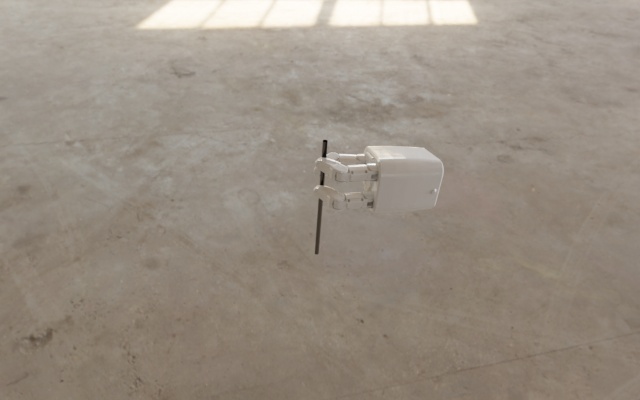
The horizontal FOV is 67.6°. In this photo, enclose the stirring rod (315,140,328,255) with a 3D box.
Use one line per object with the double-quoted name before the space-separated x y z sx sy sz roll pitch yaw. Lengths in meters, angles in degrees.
"stirring rod" 0.000 0.003 0.816 0.011 0.240 0.011 3 38 -2
